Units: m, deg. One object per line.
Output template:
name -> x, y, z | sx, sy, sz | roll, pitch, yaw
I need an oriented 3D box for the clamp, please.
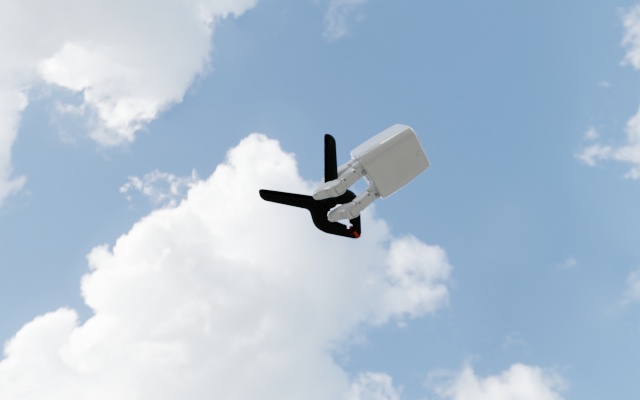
clamp -> 0.000, 0.003, 0.873 | 0.164, 0.210, 0.036 | -33, 29, 3
